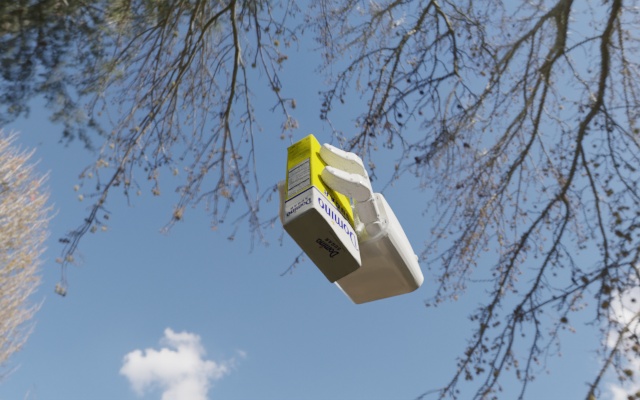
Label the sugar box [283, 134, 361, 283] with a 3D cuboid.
[{"bbox_3d":[0.001,0.002,0.551,0.048,0.093,0.176,-31,29,13],"label":"sugar box"}]
